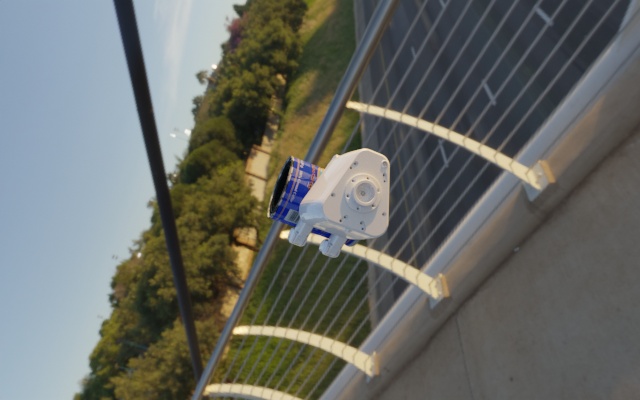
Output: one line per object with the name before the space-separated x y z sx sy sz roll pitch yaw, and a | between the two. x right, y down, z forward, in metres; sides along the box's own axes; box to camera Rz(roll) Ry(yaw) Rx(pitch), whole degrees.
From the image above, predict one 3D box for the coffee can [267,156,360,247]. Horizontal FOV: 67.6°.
coffee can | 0.000 0.002 0.749 0.140 0.103 0.103 20 -5 -14
